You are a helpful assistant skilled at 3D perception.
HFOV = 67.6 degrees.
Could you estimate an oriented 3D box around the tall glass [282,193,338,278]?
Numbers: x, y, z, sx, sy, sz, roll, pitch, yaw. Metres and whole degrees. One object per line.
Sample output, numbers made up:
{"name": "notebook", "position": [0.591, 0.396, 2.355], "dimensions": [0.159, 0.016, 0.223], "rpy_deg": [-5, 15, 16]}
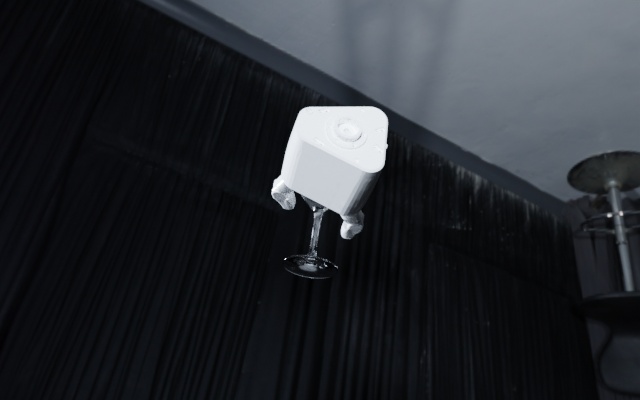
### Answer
{"name": "tall glass", "position": [0.000, 0.003, 0.673], "dimensions": [0.079, 0.201, 0.079], "rpy_deg": [7, -29, 4]}
